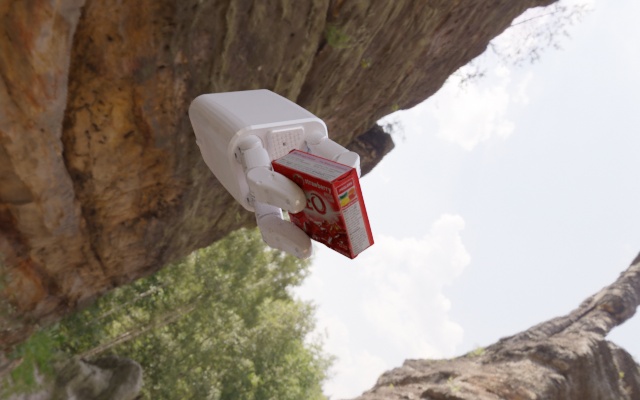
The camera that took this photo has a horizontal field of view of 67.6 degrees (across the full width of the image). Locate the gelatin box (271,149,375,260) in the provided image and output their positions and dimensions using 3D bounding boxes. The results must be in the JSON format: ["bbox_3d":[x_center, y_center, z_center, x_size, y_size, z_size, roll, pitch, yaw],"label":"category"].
[{"bbox_3d":[0.001,0.001,0.403,0.030,0.073,0.089,-32,32,-27],"label":"gelatin box"}]
